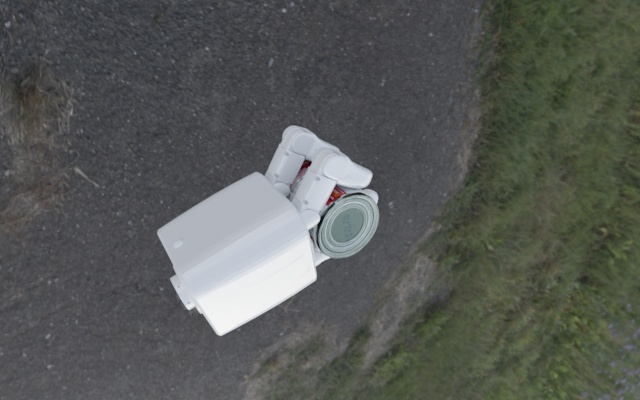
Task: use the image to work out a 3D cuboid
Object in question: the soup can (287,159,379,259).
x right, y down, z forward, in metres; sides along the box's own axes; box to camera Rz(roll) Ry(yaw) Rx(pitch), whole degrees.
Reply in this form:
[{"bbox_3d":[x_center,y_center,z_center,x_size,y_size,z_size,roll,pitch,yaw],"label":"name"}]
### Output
[{"bbox_3d":[0.001,0.001,0.459,0.068,0.068,0.102,0,26,-34],"label":"soup can"}]
